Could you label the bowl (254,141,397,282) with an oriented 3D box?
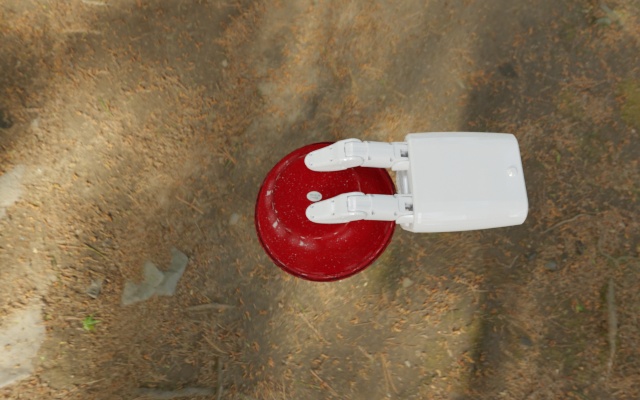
[{"bbox_3d":[-0.001,0.002,0.502,0.162,0.162,0.055,0,-17,11],"label":"bowl"}]
